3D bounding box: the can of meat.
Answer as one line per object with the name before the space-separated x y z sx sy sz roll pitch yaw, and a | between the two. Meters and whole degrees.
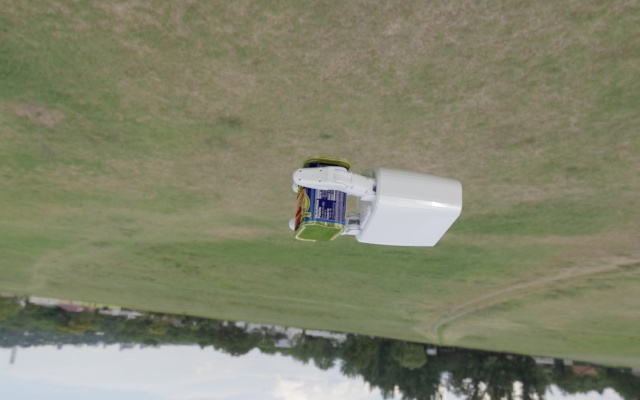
can of meat | 0.000 0.002 0.594 0.057 0.084 0.102 6 -16 -10
